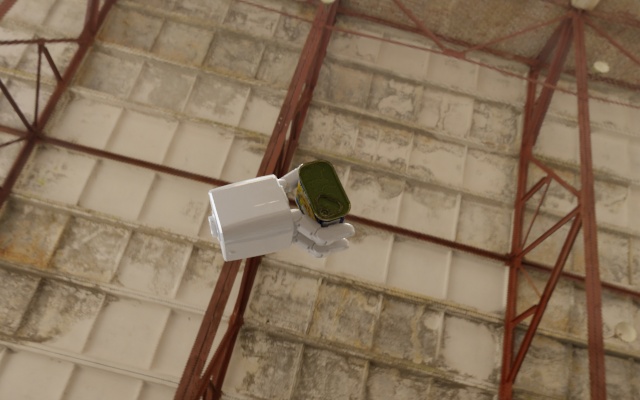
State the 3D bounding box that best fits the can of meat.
[{"bbox_3d":[0.000,0.002,0.743,0.057,0.102,0.084,-16,-25,-17],"label":"can of meat"}]
